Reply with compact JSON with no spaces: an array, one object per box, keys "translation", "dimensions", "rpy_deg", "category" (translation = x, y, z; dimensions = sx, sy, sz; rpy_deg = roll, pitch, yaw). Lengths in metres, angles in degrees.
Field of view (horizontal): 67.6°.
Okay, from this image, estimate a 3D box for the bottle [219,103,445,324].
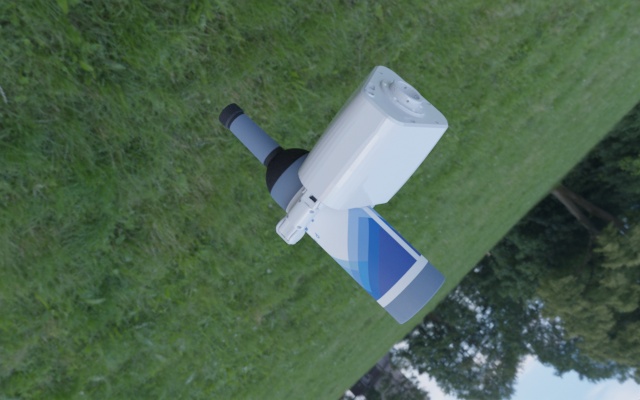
[{"translation":[0.000,0.002,0.512],"dimensions":[0.295,0.069,0.069],"rpy_deg":[44,9,9],"category":"bottle"}]
